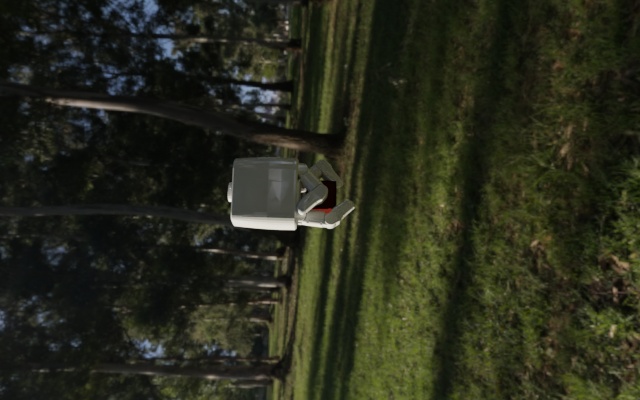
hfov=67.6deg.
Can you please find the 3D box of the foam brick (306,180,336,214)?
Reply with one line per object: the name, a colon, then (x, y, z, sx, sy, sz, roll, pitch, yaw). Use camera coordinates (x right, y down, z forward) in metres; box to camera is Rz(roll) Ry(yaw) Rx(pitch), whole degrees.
foam brick: (0.000, 0.003, 0.832, 0.051, 0.053, 0.078, 1, -22, -1)
